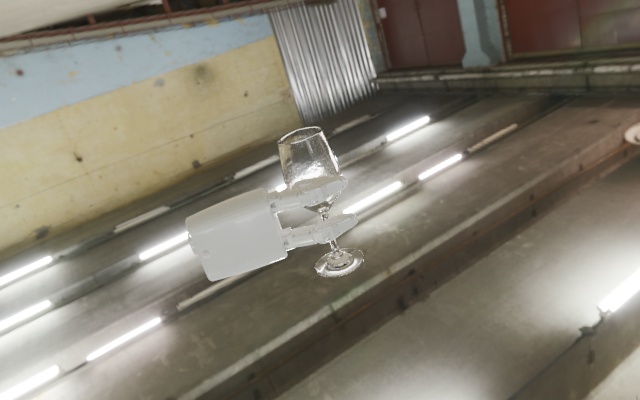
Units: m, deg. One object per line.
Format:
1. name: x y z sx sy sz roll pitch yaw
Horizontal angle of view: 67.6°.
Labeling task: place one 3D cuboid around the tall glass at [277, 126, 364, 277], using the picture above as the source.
1. tall glass: 0.000 0.003 0.659 0.079 0.201 0.079 -15 22 6
